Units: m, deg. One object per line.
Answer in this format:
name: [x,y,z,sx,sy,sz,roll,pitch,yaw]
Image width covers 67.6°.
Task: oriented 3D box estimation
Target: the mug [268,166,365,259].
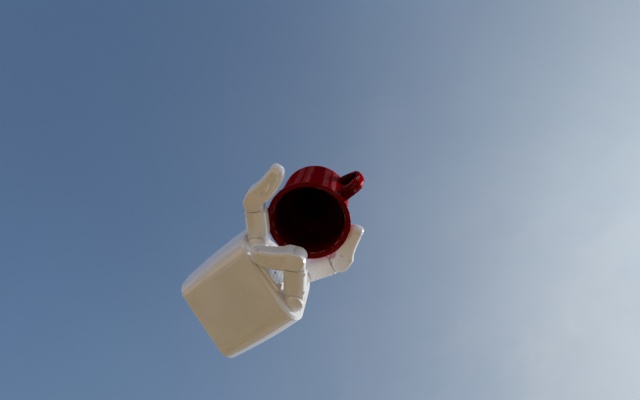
mug: [0.001,0.001,0.555,0.117,0.093,0.081,-36,14,18]
